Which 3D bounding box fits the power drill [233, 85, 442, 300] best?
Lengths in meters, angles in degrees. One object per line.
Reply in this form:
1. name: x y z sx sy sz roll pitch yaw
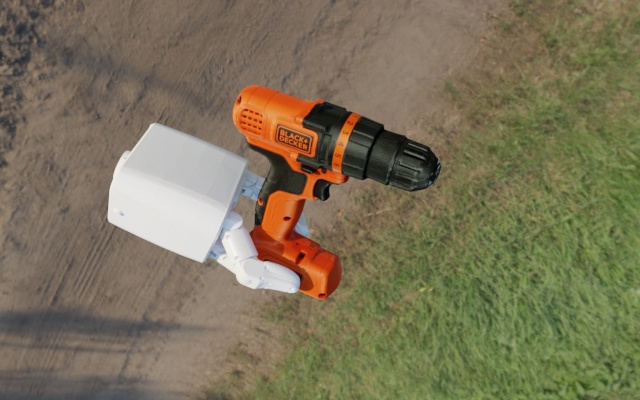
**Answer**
1. power drill: 0.000 0.002 0.444 0.184 0.188 0.057 23 34 15
